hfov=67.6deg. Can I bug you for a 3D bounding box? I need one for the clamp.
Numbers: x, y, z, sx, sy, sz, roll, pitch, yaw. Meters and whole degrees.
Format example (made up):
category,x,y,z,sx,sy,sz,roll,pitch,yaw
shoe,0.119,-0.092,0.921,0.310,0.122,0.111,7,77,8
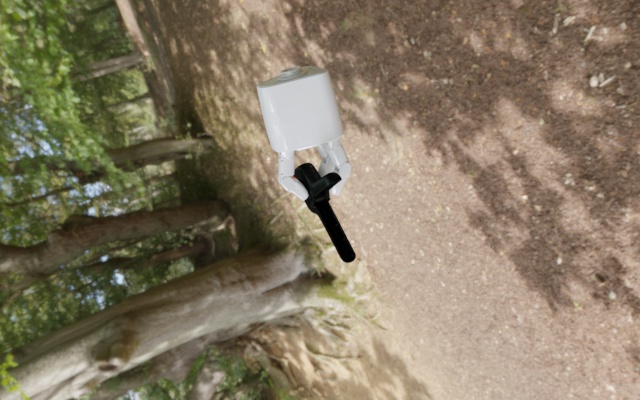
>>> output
category,x,y,z,sx,sy,sz,roll,pitch,yaw
clamp,-0.001,0.003,0.810,0.036,0.165,0.210,-21,26,-15
